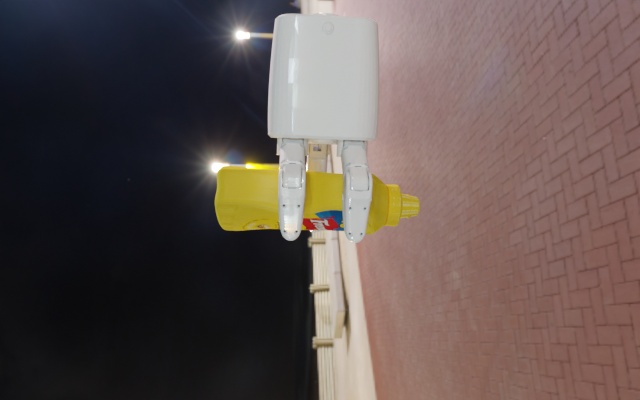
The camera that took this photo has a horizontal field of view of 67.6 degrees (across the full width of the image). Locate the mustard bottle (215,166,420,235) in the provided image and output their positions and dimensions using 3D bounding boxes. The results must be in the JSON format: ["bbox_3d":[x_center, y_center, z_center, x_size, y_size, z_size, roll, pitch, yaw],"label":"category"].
[{"bbox_3d":[0.000,0.002,0.462,0.191,0.058,0.096,2,-17,-4],"label":"mustard bottle"}]
